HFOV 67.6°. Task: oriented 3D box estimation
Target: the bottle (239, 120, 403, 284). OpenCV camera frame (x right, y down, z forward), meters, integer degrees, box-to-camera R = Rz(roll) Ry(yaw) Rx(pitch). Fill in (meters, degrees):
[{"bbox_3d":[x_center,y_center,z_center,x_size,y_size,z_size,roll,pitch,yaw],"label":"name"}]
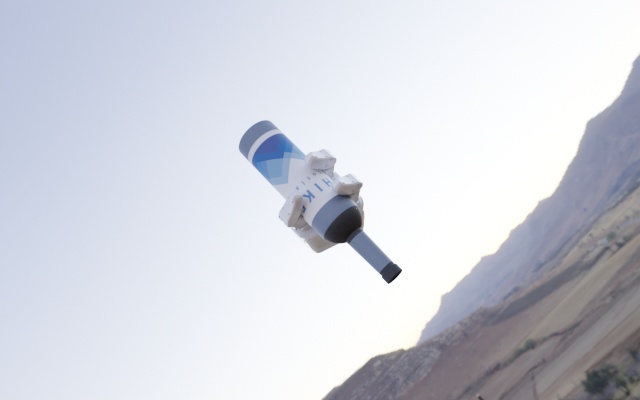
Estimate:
[{"bbox_3d":[0.000,0.002,0.669,0.295,0.069,0.069,45,19,21],"label":"bottle"}]
